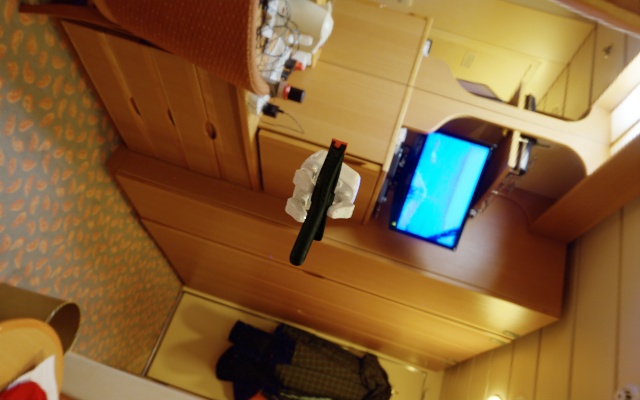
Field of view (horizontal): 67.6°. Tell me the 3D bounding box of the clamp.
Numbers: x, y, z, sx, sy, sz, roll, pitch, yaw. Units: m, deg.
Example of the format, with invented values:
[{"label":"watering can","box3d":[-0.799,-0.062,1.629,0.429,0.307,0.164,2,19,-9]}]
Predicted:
[{"label":"clamp","box3d":[0.001,0.002,0.797,0.036,0.210,0.164,19,21,7]}]
